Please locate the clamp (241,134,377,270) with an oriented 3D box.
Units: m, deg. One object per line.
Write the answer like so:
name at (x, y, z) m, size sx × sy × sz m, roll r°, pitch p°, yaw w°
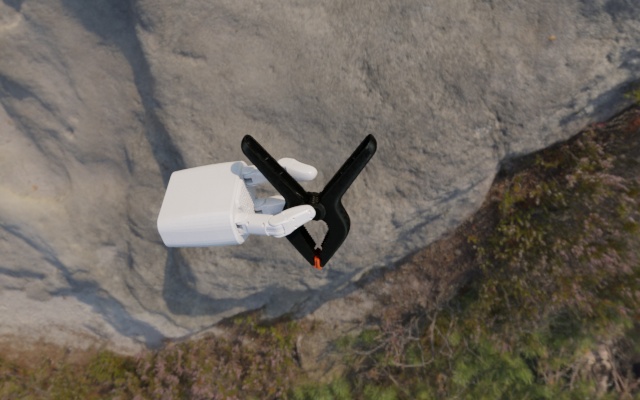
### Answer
clamp at (0.000, 0.003, 0.619) m, size 0.164 × 0.210 × 0.036 m, roll -4°, pitch 34°, yaw 13°
